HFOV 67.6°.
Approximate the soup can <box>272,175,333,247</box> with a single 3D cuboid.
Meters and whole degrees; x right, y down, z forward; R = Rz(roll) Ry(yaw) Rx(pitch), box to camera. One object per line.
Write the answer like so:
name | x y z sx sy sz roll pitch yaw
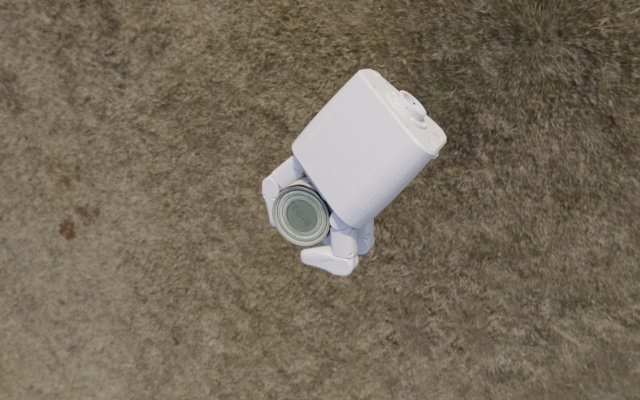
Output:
soup can | 0.000 0.002 0.523 0.068 0.068 0.102 0 17 25
